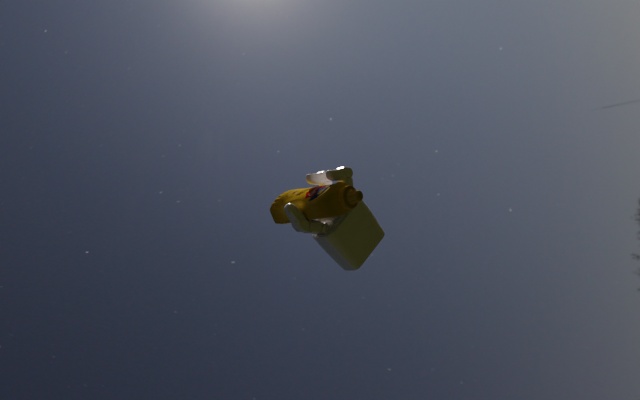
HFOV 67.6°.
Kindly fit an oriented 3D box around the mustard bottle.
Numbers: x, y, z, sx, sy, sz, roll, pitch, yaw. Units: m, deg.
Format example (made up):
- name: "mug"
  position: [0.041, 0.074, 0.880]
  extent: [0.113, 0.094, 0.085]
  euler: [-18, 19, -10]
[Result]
- name: "mustard bottle"
  position: [0.000, 0.003, 0.874]
  extent: [0.191, 0.058, 0.096]
  euler: [-8, 17, 45]
